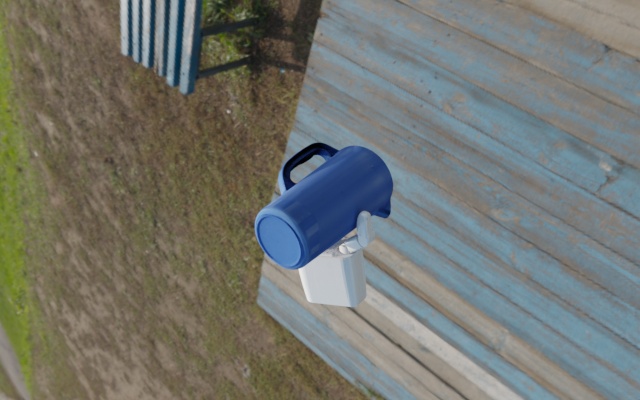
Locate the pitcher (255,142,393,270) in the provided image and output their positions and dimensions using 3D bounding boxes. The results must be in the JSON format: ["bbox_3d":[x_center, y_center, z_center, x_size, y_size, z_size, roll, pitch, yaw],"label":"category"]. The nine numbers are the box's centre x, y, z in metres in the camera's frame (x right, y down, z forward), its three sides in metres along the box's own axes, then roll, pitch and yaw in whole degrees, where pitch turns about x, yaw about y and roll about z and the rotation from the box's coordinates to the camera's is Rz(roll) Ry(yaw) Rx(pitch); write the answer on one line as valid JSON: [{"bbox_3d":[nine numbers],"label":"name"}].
[{"bbox_3d":[0.000,0.003,0.799,0.149,0.145,0.242,10,31,37],"label":"pitcher"}]
